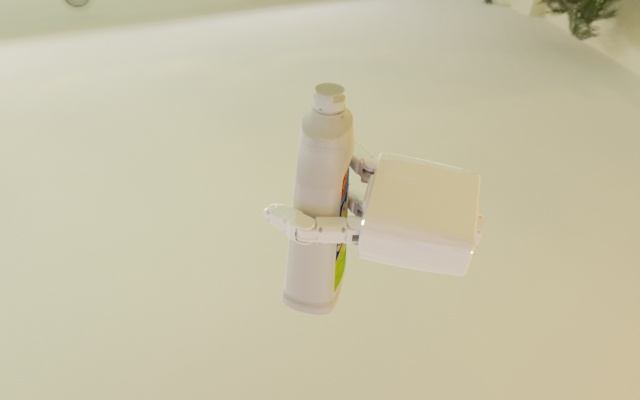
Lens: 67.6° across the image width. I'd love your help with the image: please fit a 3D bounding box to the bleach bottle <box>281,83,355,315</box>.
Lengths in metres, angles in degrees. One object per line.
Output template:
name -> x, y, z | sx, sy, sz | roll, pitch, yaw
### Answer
bleach bottle -> 0.000, 0.002, 0.511 | 0.068, 0.251, 0.102 | 11, 37, 10
